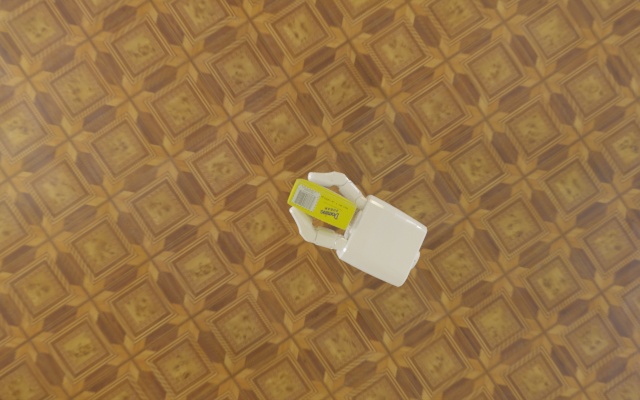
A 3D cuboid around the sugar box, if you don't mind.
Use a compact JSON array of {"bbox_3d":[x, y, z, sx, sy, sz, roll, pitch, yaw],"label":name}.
[{"bbox_3d":[0.000,0.003,0.747,0.093,0.048,0.176,26,-1,-1],"label":"sugar box"}]
